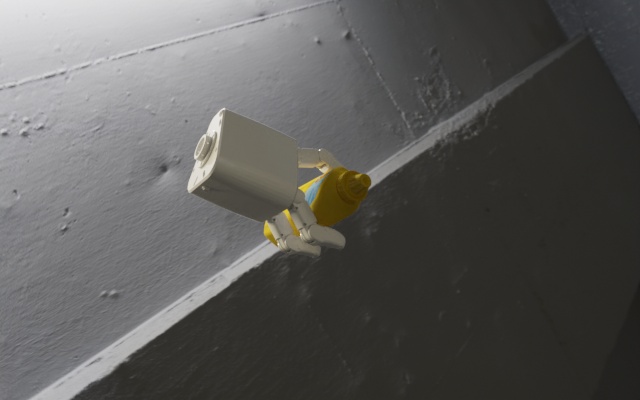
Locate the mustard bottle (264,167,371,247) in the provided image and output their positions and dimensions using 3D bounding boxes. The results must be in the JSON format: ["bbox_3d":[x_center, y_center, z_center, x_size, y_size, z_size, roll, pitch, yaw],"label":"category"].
[{"bbox_3d":[0.000,0.002,0.645,0.192,0.058,0.096,-27,23,51],"label":"mustard bottle"}]
